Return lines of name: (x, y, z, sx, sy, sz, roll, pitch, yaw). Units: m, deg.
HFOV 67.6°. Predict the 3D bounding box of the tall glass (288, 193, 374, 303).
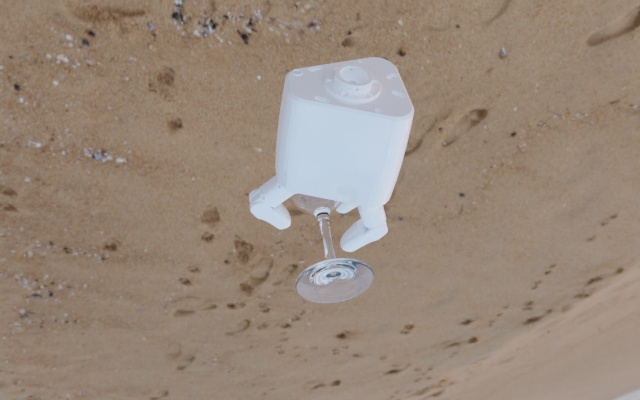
tall glass: (0.000, 0.002, 0.507, 0.079, 0.200, 0.079, -6, -41, -5)
